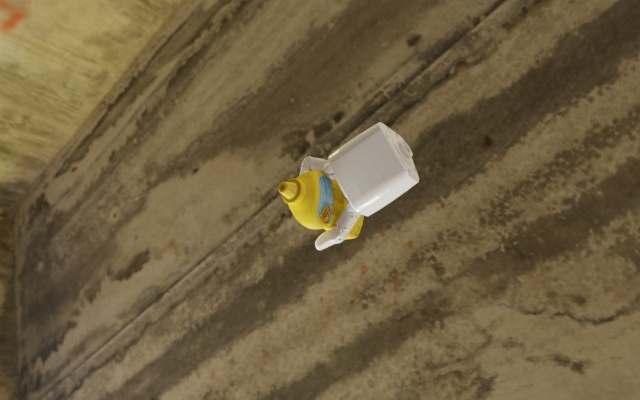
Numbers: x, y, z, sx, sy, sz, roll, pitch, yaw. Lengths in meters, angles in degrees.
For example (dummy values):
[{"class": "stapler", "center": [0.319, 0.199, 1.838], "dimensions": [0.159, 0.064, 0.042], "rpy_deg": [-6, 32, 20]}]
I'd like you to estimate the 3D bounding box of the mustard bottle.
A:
[{"class": "mustard bottle", "center": [0.000, 0.003, 0.799], "dimensions": [0.058, 0.096, 0.192], "rpy_deg": [-8, -19, 36]}]
